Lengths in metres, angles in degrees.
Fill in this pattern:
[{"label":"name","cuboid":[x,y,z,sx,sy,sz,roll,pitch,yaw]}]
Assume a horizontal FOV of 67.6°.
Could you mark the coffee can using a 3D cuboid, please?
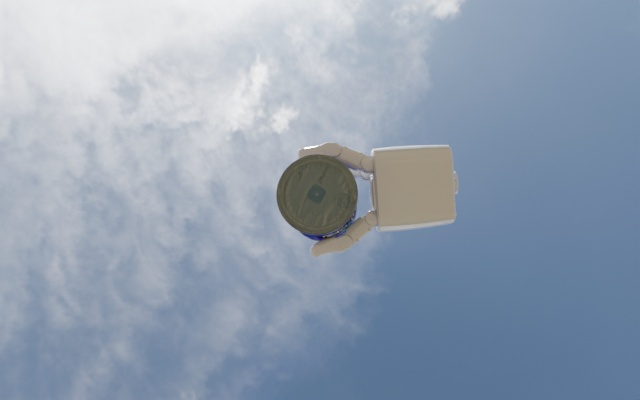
[{"label":"coffee can","cuboid":[0.000,0.002,0.664,0.103,0.103,0.140,0,-8,4]}]
